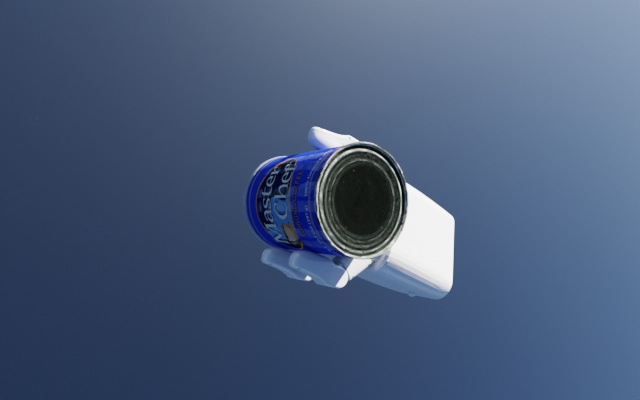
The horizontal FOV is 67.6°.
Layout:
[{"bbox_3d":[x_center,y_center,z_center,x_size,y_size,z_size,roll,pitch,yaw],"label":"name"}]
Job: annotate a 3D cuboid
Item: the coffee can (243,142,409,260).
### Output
[{"bbox_3d":[0.000,0.001,0.468,0.103,0.103,0.140,0,-1,-33],"label":"coffee can"}]
